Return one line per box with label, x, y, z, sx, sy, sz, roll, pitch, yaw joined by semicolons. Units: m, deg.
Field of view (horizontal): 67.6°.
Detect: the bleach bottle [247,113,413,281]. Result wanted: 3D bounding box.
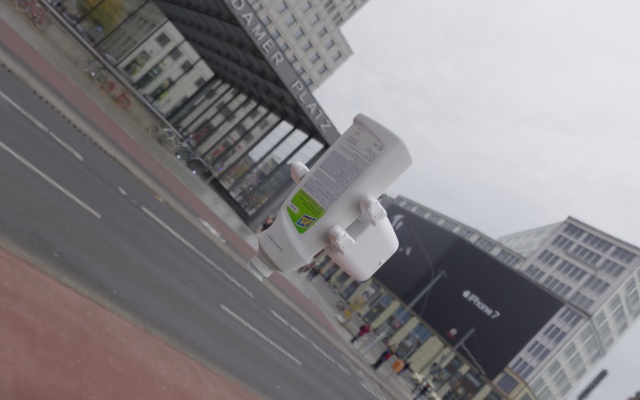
bleach bottle;0.000;0.002;0.627;0.102;0.251;0.068;42;-7;41
